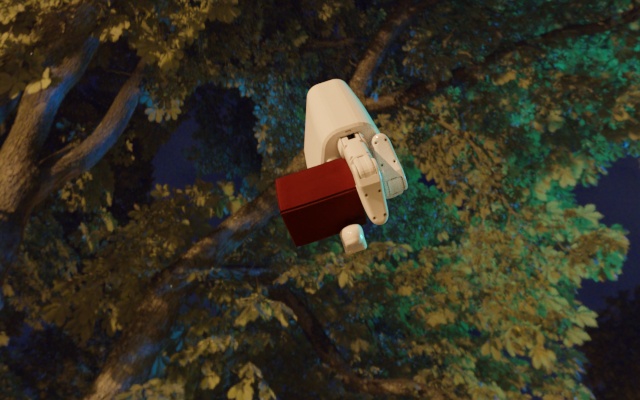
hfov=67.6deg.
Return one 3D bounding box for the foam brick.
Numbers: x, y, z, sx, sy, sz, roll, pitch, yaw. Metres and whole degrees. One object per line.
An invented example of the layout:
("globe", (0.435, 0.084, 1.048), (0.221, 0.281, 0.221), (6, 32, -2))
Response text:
("foam brick", (0.000, 0.002, 0.474), (0.078, 0.053, 0.051), (-18, 43, -1))
